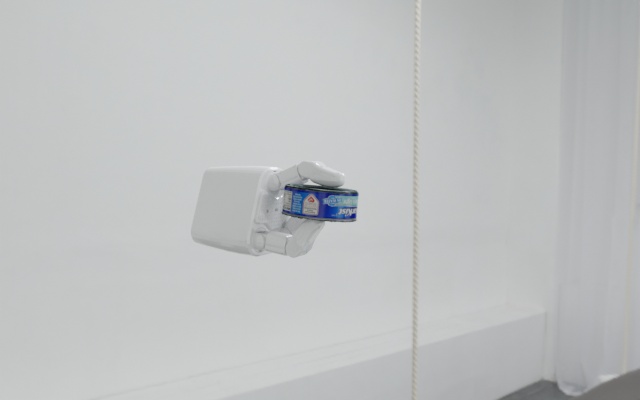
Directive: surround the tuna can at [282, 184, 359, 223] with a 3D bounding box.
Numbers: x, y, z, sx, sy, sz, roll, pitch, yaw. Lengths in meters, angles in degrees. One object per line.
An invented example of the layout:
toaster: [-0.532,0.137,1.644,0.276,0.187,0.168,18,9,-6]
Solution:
tuna can: [0.000,0.001,0.539,0.086,0.034,0.086,5,5,0]
